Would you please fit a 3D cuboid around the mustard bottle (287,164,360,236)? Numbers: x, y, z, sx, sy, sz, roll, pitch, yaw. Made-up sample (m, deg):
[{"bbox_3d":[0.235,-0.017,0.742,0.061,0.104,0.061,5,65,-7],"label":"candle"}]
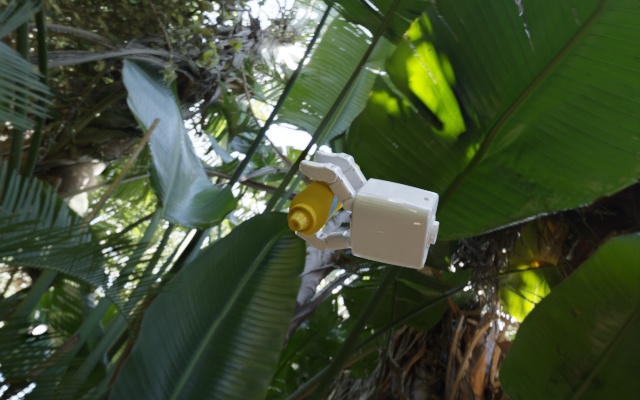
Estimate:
[{"bbox_3d":[0.000,0.002,0.725,0.058,0.096,0.191,34,29,7],"label":"mustard bottle"}]
